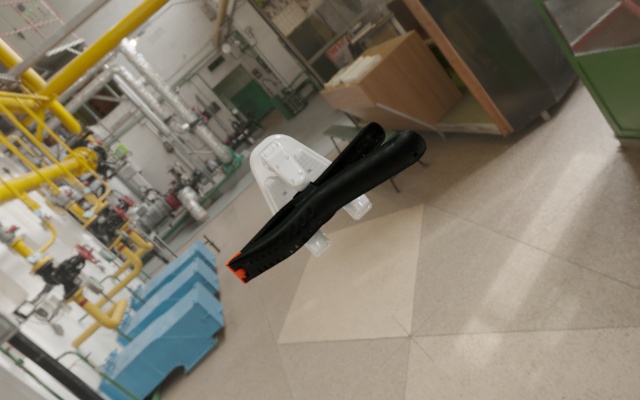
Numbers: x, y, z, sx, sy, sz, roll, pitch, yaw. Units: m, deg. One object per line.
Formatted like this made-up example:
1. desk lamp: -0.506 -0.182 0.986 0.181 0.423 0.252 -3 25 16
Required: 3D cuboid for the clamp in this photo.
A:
1. clamp: -0.001 0.001 0.433 0.210 0.036 0.164 -43 11 -2
